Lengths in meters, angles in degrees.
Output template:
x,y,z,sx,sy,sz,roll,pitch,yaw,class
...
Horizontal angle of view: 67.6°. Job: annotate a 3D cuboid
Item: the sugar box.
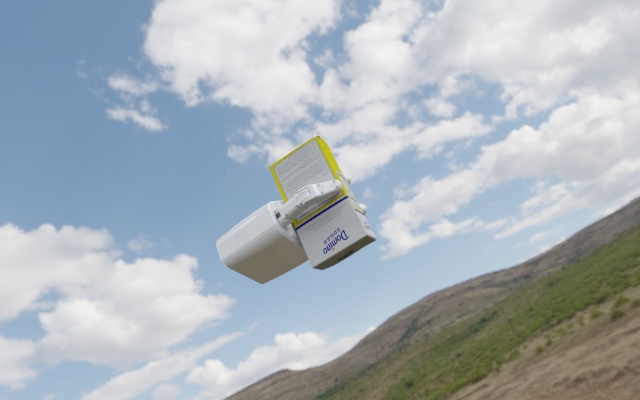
x,y,z,sx,sy,sz,roll,pitch,yaw,class
0.000,0.002,0.689,0.093,0.176,0.048,-32,-24,16,sugar box
